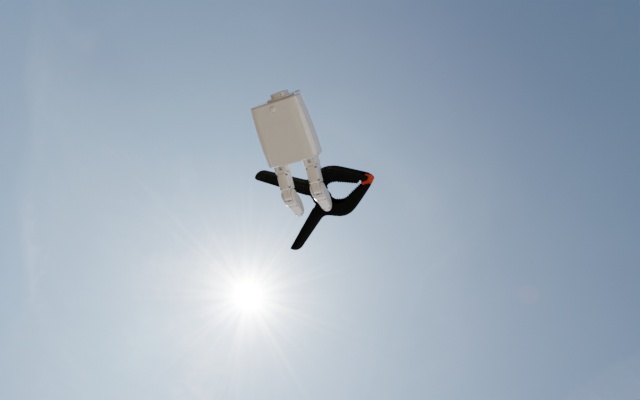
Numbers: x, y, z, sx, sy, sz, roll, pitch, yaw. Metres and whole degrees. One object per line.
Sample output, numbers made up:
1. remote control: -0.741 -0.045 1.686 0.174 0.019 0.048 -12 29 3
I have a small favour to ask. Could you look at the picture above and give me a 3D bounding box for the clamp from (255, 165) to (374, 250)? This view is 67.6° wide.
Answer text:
1. clamp: 0.001 0.002 0.857 0.210 0.164 0.036 -12 19 21
